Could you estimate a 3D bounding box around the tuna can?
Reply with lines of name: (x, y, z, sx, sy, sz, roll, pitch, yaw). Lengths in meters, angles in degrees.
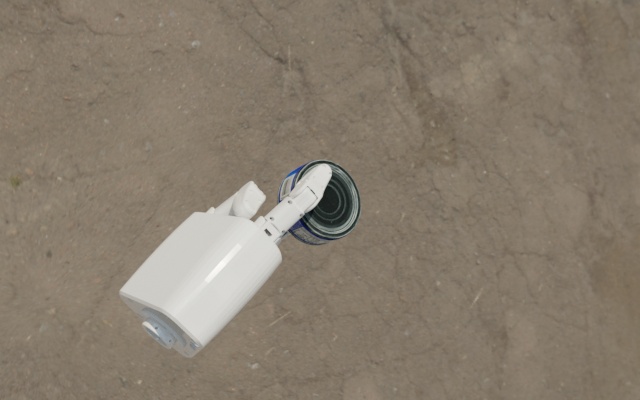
tuna can: (0.000, 0.001, 0.495, 0.086, 0.086, 0.034, 0, -14, -35)
